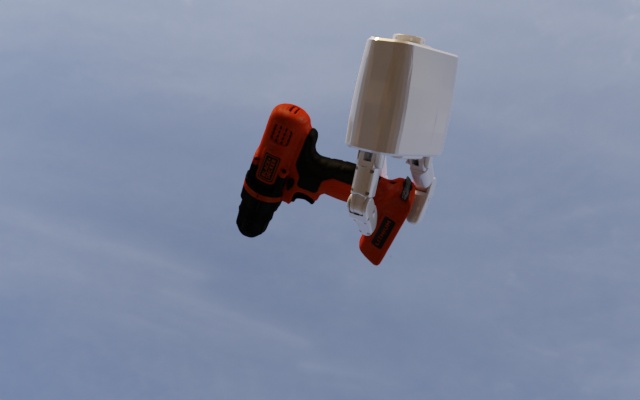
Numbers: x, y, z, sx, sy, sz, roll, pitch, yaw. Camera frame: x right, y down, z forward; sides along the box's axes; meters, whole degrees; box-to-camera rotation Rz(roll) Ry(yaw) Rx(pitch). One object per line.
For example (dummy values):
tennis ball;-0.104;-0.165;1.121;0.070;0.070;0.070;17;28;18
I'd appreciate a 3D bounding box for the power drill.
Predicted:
power drill;0.001;0.002;0.556;0.187;0.184;0.057;25;35;0
